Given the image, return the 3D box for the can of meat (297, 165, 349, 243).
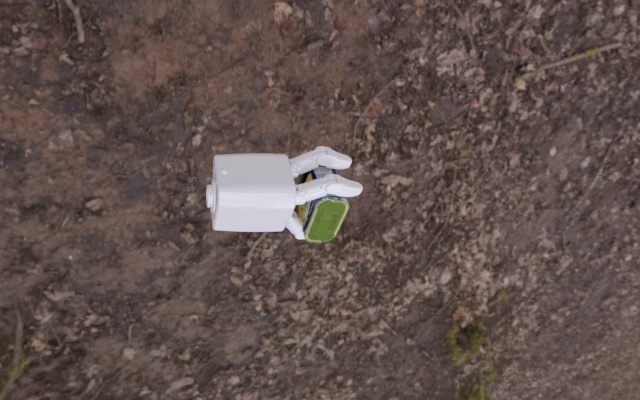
[{"bbox_3d":[0.000,0.003,0.730,0.057,0.084,0.102,2,-44,-19],"label":"can of meat"}]
